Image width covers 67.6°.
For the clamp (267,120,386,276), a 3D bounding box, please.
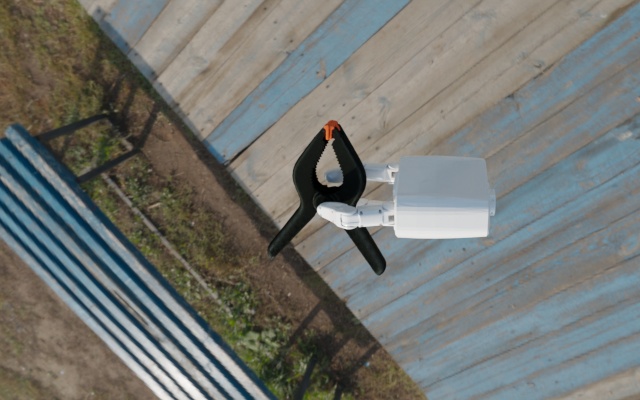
[{"bbox_3d":[0.000,0.002,0.620,0.164,0.210,0.036,0,23,13],"label":"clamp"}]
